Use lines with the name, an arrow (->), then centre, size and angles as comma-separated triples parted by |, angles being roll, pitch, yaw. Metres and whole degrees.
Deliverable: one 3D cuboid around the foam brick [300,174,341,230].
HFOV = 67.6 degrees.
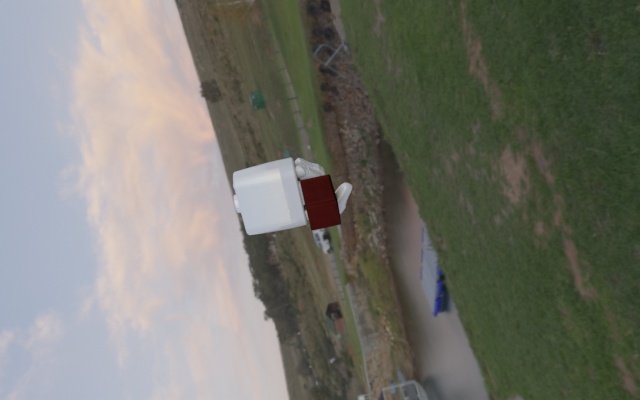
foam brick -> 0.000, 0.003, 0.781 | 0.051, 0.053, 0.078 | -12, 35, -1
